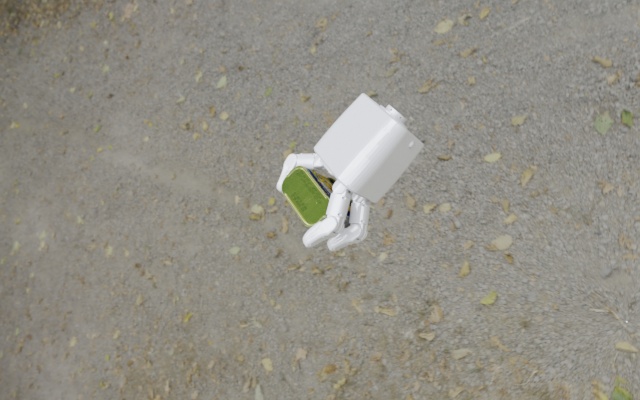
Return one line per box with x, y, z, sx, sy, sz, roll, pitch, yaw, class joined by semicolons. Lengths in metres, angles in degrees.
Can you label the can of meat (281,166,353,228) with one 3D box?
0.000;0.002;0.693;0.102;0.057;0.084;52;16;31;can of meat
